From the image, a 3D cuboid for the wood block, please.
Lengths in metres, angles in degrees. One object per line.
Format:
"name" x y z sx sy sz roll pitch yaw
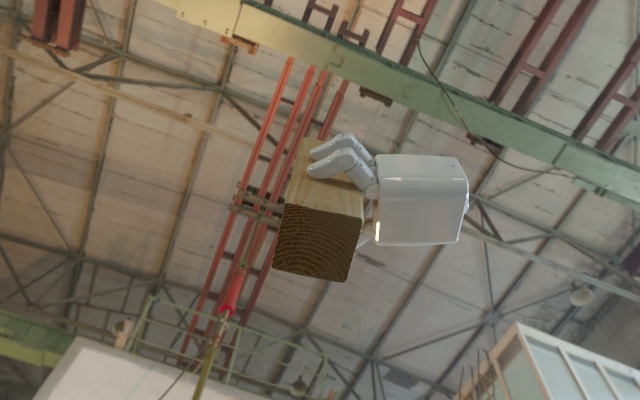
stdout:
"wood block" 0.000 0.002 0.617 0.090 0.091 0.206 12 27 -3
